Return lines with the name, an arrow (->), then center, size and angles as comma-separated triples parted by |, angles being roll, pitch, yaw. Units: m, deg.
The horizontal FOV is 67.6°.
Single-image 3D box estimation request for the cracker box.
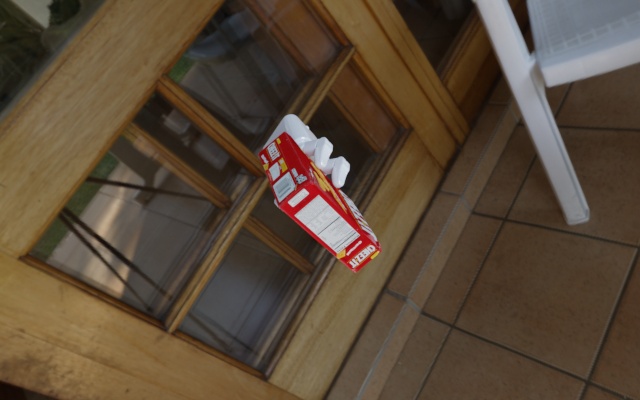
cracker box -> 0.000, 0.003, 0.812 | 0.214, 0.072, 0.164 | 43, 12, -37
